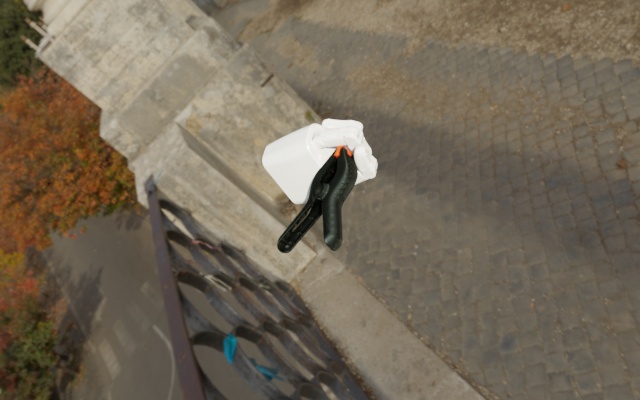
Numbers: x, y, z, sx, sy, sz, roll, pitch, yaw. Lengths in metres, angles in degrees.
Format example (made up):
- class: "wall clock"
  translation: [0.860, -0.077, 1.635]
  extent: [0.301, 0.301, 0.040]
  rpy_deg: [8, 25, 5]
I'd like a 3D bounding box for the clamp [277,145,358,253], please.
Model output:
- class: "clamp"
  translation: [0.000, 0.002, 0.659]
  extent: [0.120, 0.171, 0.039]
  rpy_deg: [-13, -46, 40]
